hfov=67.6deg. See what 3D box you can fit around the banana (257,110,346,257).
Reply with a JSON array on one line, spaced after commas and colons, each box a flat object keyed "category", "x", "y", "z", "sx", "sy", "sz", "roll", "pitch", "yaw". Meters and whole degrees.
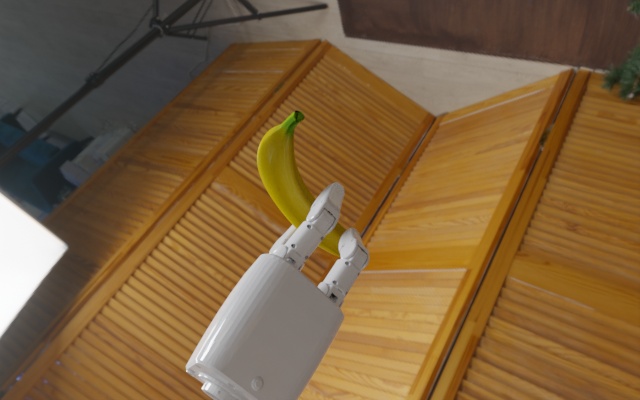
[{"category": "banana", "x": -0.016, "y": -0.002, "z": 0.493, "sx": 0.069, "sy": 0.037, "sz": 0.198, "roll": 5, "pitch": -42, "yaw": 34}]
